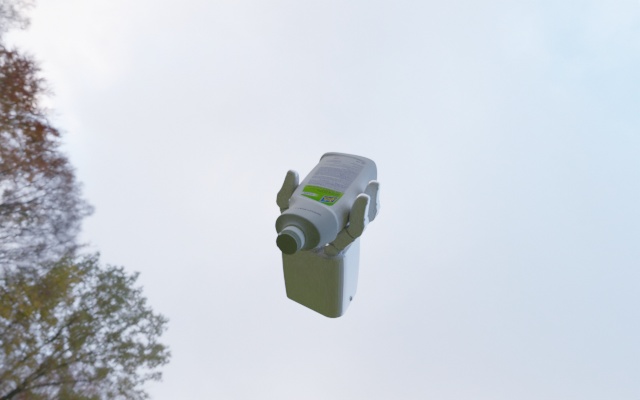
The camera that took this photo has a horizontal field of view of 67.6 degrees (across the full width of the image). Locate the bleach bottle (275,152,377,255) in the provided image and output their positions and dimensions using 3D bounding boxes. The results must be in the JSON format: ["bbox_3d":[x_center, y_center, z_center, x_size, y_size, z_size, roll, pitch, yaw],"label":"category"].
[{"bbox_3d":[0.000,0.002,0.666,0.102,0.068,0.250,9,26,21],"label":"bleach bottle"}]
